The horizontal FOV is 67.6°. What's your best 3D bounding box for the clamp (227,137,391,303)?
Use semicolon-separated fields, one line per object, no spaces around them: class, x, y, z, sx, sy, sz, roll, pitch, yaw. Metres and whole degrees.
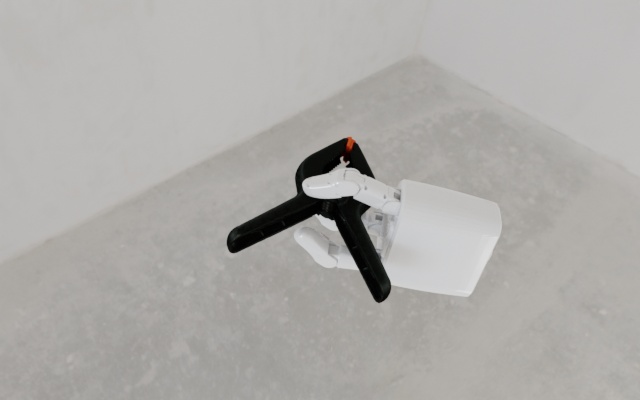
clamp;0.001;0.001;0.517;0.164;0.209;0.036;14;-43;-4
